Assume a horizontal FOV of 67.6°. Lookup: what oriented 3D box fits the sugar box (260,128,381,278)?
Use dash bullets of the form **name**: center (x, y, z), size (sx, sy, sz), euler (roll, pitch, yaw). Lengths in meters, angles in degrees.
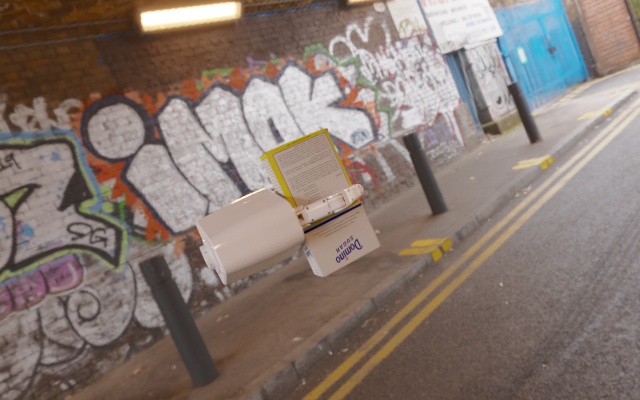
- **sugar box**: center (0.000, 0.002, 0.631), size (0.093, 0.176, 0.048), euler (-25, 6, -18)
